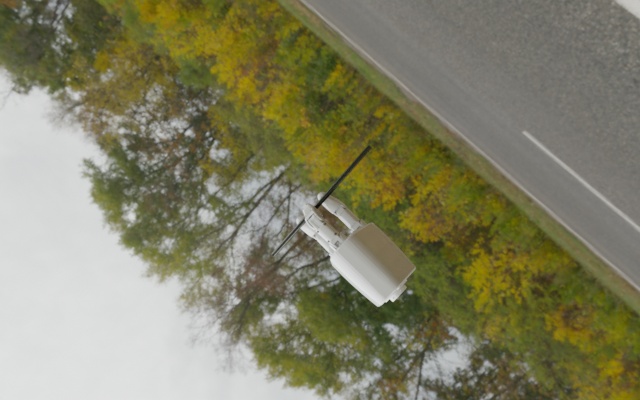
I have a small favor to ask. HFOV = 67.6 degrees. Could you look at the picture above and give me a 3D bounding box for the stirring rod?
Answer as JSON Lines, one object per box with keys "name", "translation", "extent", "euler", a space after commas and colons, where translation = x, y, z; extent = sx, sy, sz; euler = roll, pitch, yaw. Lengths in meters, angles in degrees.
{"name": "stirring rod", "translation": [0.000, 0.003, 0.776], "extent": [0.011, 0.239, 0.011], "euler": [40, 9, -8]}
